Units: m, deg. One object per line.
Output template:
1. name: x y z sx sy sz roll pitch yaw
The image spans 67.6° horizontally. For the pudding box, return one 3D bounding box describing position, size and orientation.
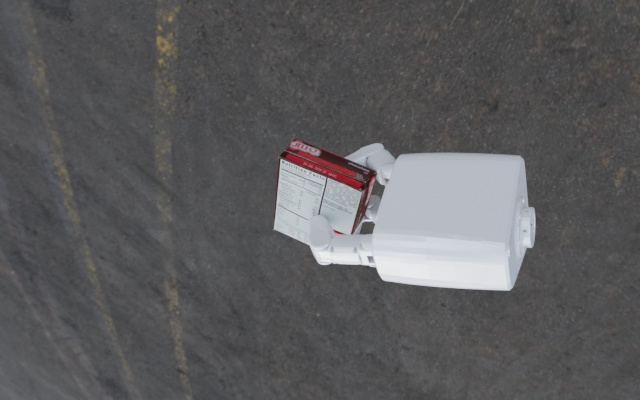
1. pudding box: 0.000 0.002 0.486 0.090 0.114 0.039 24 46 12
